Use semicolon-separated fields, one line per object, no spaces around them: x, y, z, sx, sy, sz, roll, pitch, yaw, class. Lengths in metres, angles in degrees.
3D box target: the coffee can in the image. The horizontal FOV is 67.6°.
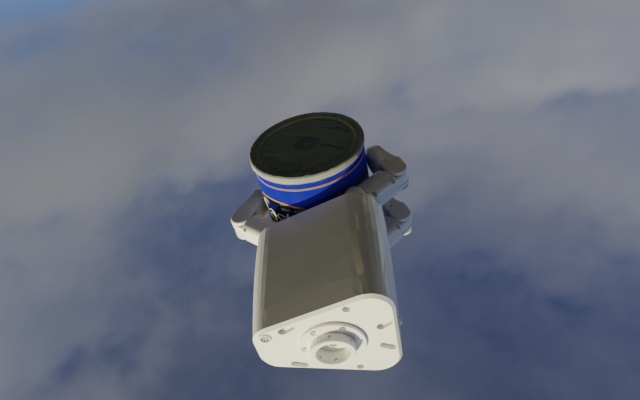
0.000;0.001;0.462;0.103;0.140;0.102;-8;39;7;coffee can
